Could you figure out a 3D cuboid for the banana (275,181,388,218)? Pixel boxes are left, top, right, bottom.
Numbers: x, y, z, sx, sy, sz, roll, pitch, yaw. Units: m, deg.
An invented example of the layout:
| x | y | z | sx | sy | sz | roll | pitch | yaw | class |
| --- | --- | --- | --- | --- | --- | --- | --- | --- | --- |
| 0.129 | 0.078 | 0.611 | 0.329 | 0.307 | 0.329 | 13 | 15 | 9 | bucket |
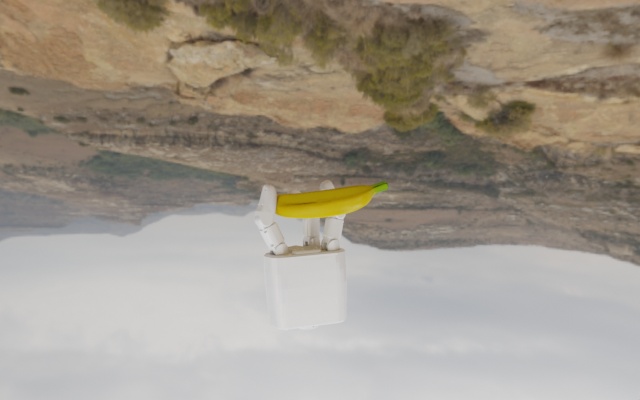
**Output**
| x | y | z | sx | sy | sz | roll | pitch | yaw | class |
| --- | --- | --- | --- | --- | --- | --- | --- | --- | --- |
| -0.008 | 0.004 | 0.656 | 0.198 | 0.037 | 0.069 | -6 | 4 | 35 | banana |
